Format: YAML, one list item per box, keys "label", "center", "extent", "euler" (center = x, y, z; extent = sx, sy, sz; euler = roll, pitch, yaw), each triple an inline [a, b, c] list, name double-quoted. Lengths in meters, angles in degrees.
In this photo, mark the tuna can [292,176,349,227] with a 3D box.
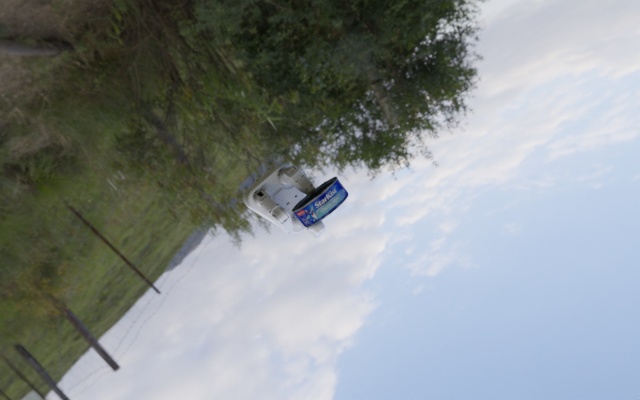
- label: "tuna can"
  center: [0.000, 0.003, 0.723]
  extent: [0.086, 0.034, 0.086]
  euler: [-37, 8, 6]
